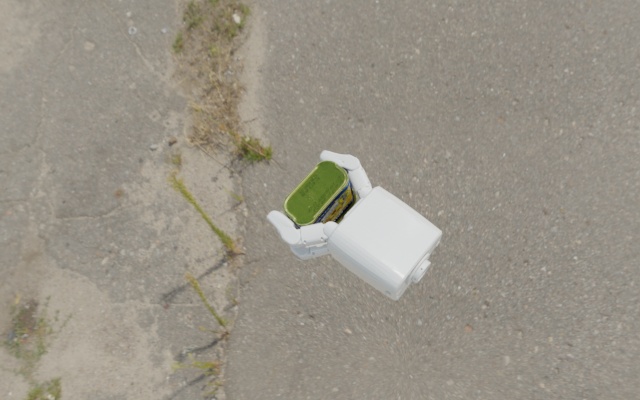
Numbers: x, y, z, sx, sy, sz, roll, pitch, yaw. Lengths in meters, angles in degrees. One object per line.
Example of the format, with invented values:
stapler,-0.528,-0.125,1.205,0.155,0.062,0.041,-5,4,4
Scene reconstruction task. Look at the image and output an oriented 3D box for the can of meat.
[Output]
can of meat,0.000,0.002,0.662,0.057,0.102,0.084,39,-9,20
